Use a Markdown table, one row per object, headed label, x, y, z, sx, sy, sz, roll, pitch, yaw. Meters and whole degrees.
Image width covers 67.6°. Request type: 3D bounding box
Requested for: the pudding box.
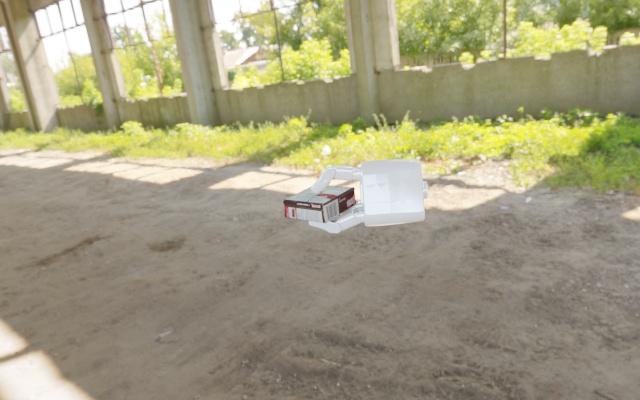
| label | x | y | z | sx | sy | sz | roll | pitch | yaw |
| --- | --- | --- | --- | --- | --- | --- | --- | --- | --- |
| pudding box | 0.000 | 0.003 | 0.878 | 0.090 | 0.039 | 0.113 | 5 | 19 | 33 |
